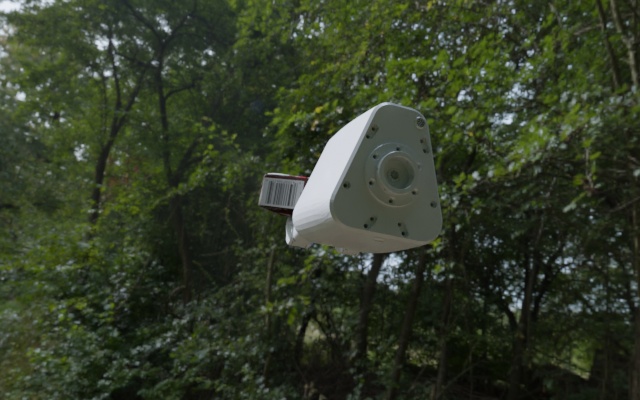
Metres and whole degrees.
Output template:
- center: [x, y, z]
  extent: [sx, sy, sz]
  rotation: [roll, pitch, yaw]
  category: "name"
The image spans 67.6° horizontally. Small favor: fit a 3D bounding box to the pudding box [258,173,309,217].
- center: [0.000, 0.002, 0.525]
  extent: [0.113, 0.039, 0.090]
  rotation: [8, -8, 14]
  category: "pudding box"
